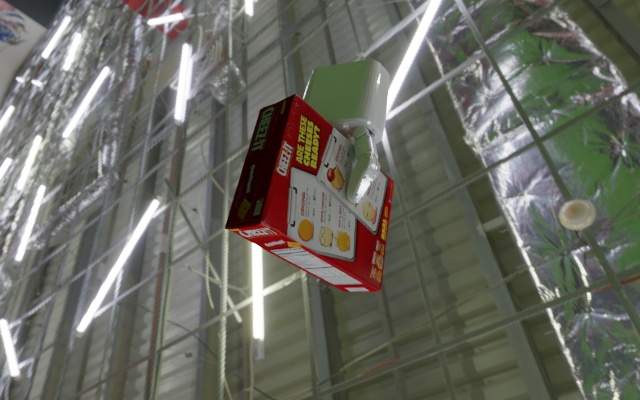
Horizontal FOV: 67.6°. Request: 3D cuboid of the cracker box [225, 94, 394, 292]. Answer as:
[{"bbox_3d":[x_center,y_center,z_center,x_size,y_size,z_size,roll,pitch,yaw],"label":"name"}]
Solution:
[{"bbox_3d":[0.000,0.002,0.589,0.072,0.164,0.214,-12,-35,40],"label":"cracker box"}]
